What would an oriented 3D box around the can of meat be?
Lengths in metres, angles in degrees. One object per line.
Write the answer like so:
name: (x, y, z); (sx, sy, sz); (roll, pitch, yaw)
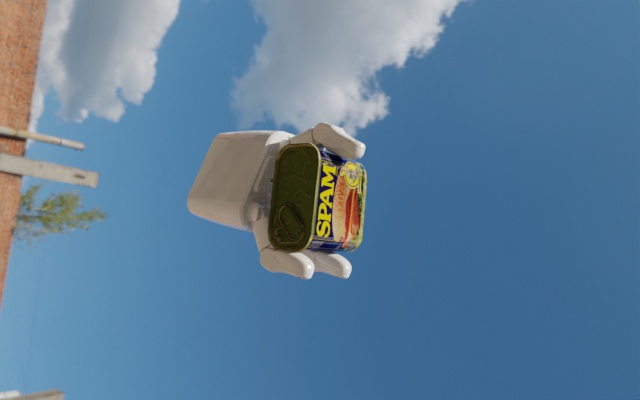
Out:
can of meat: (0.000, 0.002, 0.477); (0.057, 0.102, 0.084); (2, -6, 40)
